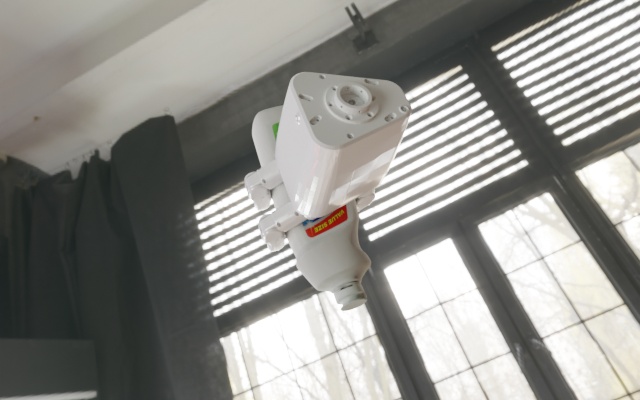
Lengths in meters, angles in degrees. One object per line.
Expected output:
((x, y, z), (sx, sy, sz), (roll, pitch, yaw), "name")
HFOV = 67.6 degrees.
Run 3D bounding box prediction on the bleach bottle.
((0.000, 0.002, 0.544), (0.102, 0.250, 0.068), (-12, -30, -19), "bleach bottle")
